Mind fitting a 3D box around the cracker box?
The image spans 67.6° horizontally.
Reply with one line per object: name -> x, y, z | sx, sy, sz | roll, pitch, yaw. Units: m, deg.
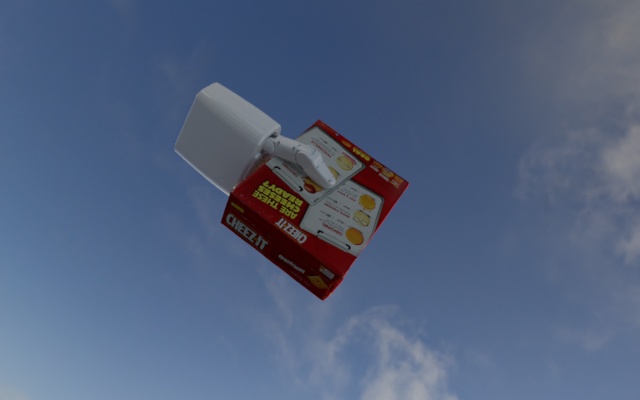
cracker box -> 0.000, 0.002, 0.632 | 0.164, 0.072, 0.213 | 36, 45, 6
